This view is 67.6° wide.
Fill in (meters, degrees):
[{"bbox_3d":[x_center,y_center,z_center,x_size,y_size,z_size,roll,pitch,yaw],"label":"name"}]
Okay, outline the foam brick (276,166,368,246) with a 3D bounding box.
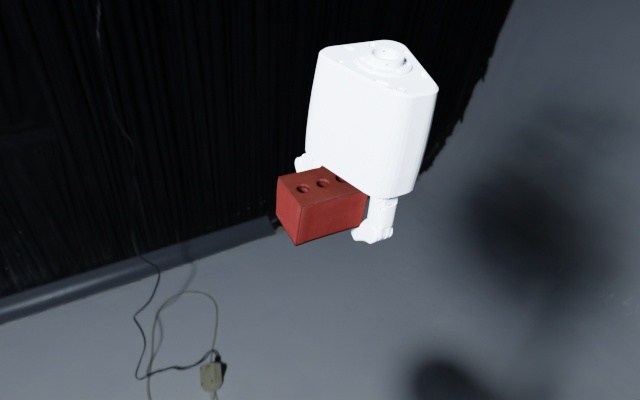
[{"bbox_3d":[0.000,0.002,0.481,0.078,0.051,0.053,-16,46,-25],"label":"foam brick"}]
